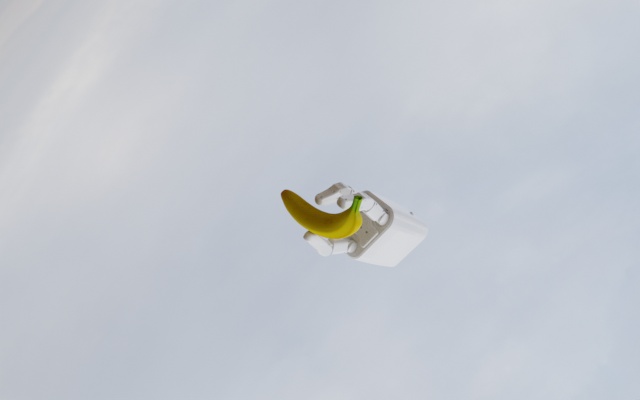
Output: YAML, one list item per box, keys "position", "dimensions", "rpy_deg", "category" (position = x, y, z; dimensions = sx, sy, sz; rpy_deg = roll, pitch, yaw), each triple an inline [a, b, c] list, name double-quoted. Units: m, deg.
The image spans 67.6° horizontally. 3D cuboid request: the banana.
- position: [0.002, 0.021, 0.723]
  dimensions: [0.037, 0.069, 0.198]
  rpy_deg: [-3, 5, -38]
  category: "banana"
